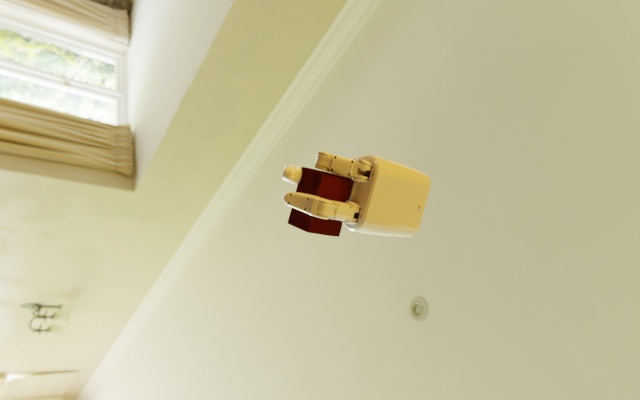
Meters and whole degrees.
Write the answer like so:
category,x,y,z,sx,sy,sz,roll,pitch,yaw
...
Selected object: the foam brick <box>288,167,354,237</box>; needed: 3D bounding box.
category,x,y,z,sx,sy,sz,roll,pitch,yaw
foam brick,0.000,0.002,0.613,0.051,0.078,0.053,11,6,-35
